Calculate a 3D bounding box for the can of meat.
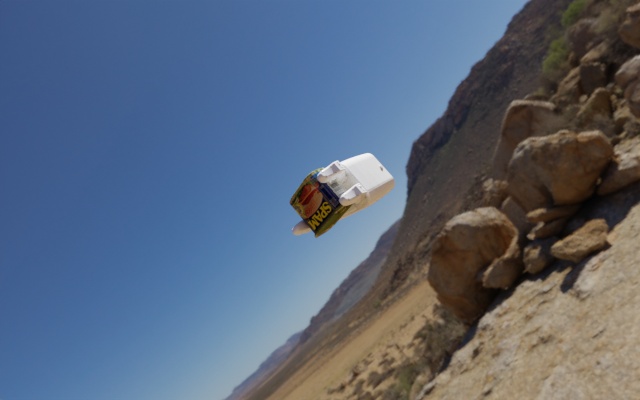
[{"bbox_3d":[0.000,0.003,0.857,0.057,0.084,0.102,-28,-17,-45],"label":"can of meat"}]
